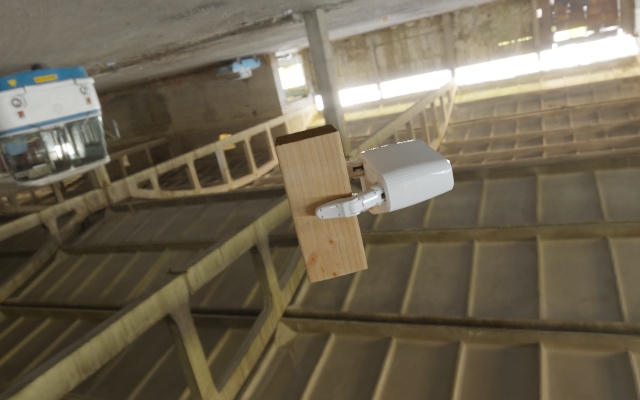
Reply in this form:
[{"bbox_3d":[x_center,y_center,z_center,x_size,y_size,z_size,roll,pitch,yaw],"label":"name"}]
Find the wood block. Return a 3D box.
[{"bbox_3d":[0.001,0.002,0.703,0.090,0.206,0.090,-14,16,-1],"label":"wood block"}]
